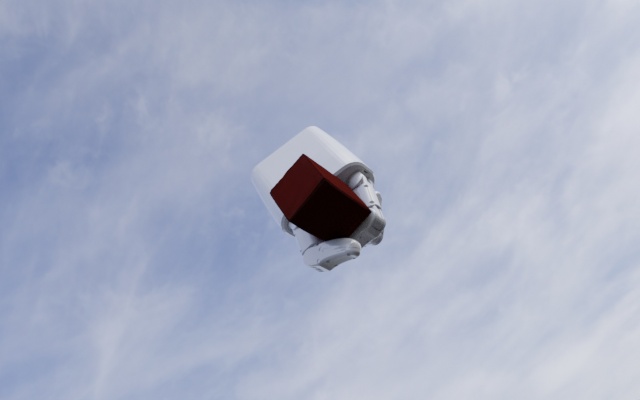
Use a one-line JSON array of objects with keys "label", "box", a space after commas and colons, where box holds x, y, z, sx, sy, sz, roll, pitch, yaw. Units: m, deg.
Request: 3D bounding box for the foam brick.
[{"label": "foam brick", "box": [0.000, 0.001, 0.464, 0.078, 0.053, 0.051, 33, 13, -43]}]
